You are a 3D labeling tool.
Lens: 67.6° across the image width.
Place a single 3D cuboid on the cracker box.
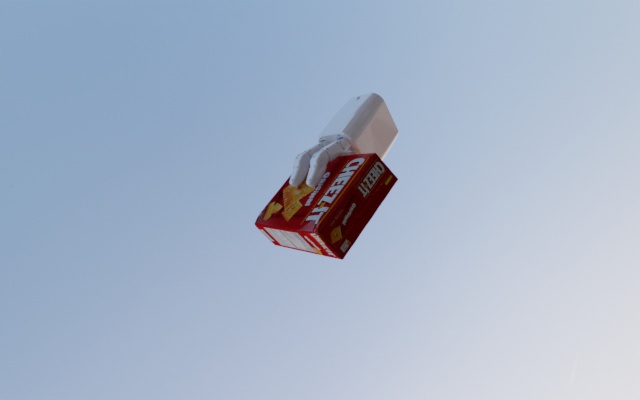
[{"bbox_3d":[0.000,0.003,0.798,0.072,0.164,0.213,46,-22,-25],"label":"cracker box"}]
